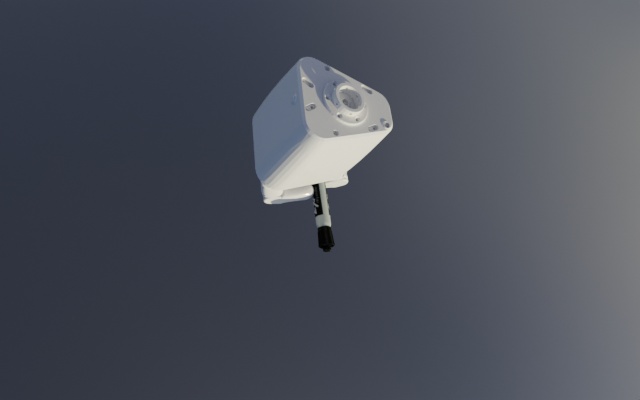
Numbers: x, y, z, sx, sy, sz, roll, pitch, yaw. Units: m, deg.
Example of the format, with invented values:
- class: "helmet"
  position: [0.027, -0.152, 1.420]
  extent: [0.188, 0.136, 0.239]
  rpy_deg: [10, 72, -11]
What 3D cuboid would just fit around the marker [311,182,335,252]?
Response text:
- class: "marker"
  position: [0.000, 0.002, 0.566]
  extent: [0.020, 0.121, 0.020]
  rpy_deg: [-7, -21, -3]
